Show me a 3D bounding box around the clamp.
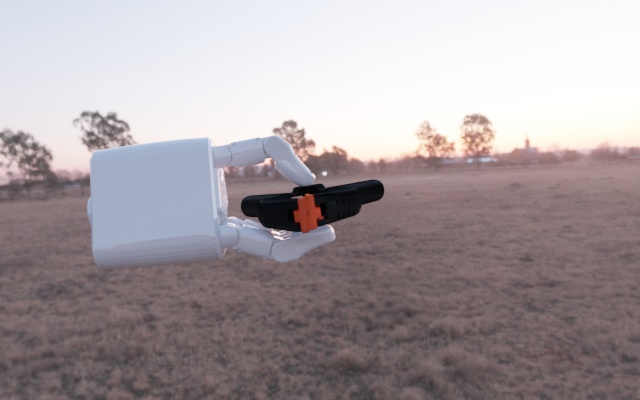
[{"bbox_3d":[0.000,0.001,0.464,0.164,0.036,0.210,-9,4,-6],"label":"clamp"}]
